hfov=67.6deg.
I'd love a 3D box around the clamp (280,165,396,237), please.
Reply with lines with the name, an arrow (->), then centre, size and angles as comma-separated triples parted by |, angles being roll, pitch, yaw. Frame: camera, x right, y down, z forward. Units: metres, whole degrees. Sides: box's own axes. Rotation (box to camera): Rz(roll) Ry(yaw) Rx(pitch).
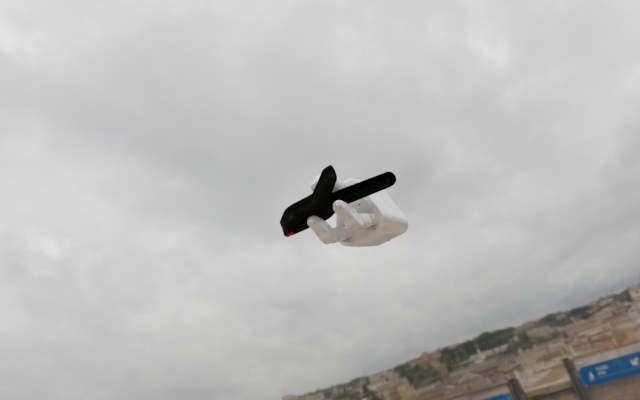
clamp -> 0.000, 0.002, 0.766 | 0.210, 0.036, 0.164 | -31, -23, 30
